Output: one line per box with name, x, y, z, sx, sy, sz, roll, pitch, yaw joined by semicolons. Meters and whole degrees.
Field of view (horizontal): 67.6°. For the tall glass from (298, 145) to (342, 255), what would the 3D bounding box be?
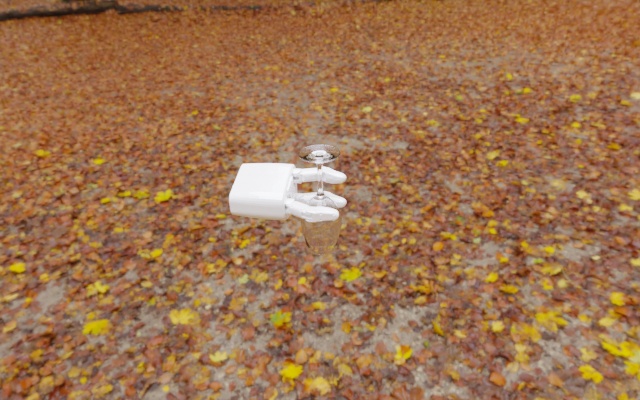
tall glass;0.000;0.002;0.889;0.079;0.201;0.079;-1;30;1
